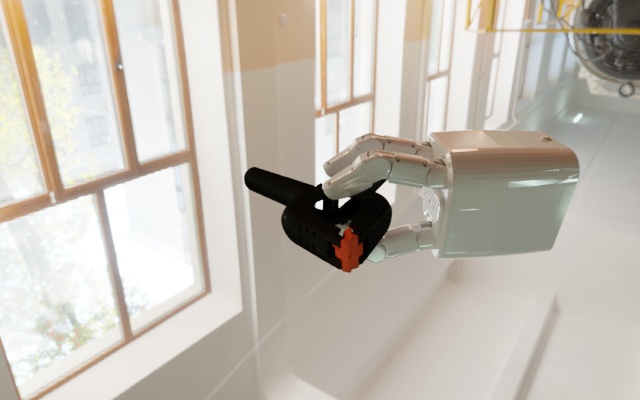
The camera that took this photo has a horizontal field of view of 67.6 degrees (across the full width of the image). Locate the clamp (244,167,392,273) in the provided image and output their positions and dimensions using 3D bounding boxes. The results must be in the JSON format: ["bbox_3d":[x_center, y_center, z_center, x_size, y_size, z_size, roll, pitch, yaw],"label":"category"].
[{"bbox_3d":[0.000,0.002,0.440,0.164,0.036,0.210,-5,23,2],"label":"clamp"}]
